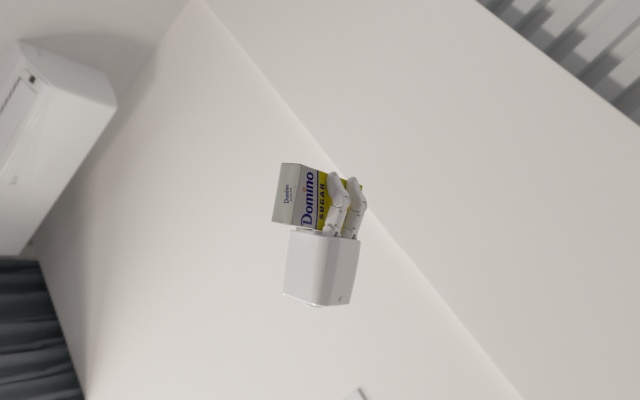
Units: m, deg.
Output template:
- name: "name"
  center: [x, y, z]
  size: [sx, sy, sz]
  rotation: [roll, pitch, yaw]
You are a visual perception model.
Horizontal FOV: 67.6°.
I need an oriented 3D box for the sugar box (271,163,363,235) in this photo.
- name: "sugar box"
  center: [0.001, 0.003, 0.763]
  size: [0.048, 0.093, 0.176]
  rotation: [7, -4, 34]
